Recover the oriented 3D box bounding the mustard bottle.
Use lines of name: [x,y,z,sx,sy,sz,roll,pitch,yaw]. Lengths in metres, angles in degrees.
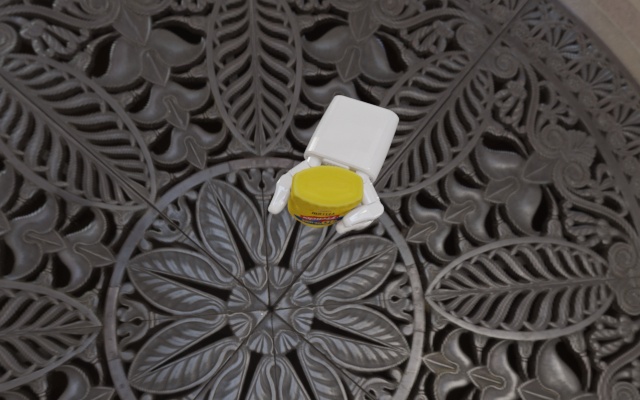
mustard bottle: [0.000,0.003,0.713,0.096,0.058,0.192,1,-13,-7]
